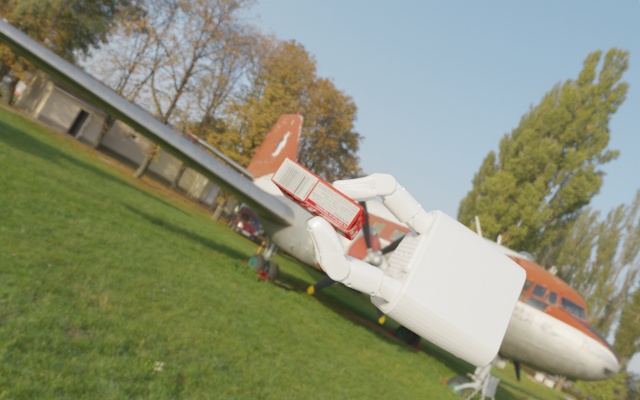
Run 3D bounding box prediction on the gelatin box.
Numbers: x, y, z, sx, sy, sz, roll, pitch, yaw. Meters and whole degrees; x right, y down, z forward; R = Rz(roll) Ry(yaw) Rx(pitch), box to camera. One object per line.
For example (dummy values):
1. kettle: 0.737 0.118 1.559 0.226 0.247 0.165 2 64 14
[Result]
1. gelatin box: 0.000 0.001 0.461 0.089 0.030 0.073 35 -5 10
